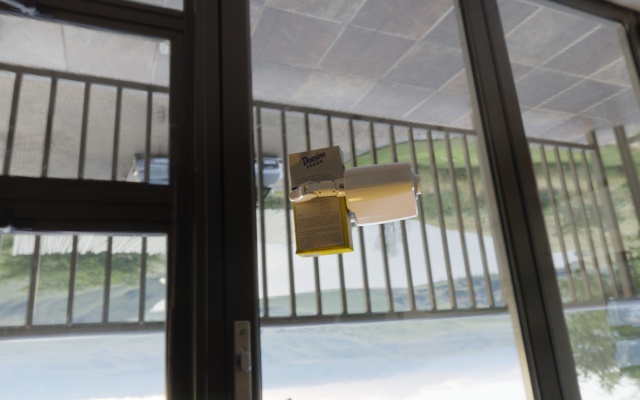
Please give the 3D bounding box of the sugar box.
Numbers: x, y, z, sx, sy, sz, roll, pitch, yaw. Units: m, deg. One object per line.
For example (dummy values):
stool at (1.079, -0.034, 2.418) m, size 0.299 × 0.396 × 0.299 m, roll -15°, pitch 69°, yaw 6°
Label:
sugar box at (0.000, 0.003, 0.803) m, size 0.093 × 0.176 × 0.048 m, roll -8°, pitch -17°, yaw 13°
